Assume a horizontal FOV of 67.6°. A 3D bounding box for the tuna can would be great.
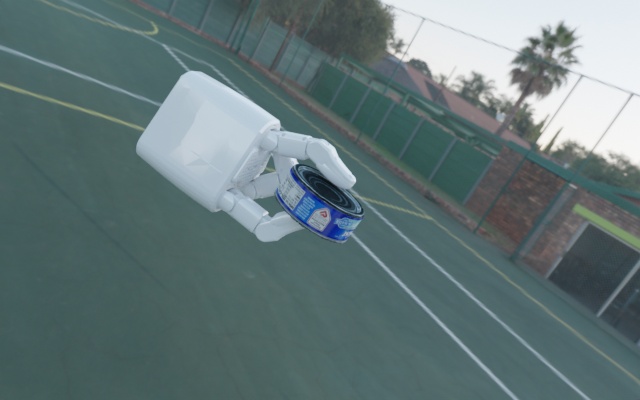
[{"bbox_3d":[0.000,0.001,0.464,0.086,0.034,0.086,33,16,-11],"label":"tuna can"}]
